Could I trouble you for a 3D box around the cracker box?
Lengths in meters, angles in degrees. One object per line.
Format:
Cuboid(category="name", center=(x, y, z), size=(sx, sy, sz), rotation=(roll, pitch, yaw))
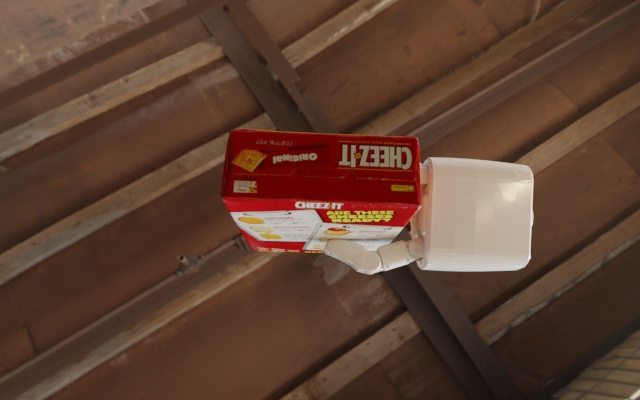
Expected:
Cuboid(category="cracker box", center=(0.000, 0.002, 0.492), size=(0.164, 0.072, 0.214), rotation=(2, -17, -1))
